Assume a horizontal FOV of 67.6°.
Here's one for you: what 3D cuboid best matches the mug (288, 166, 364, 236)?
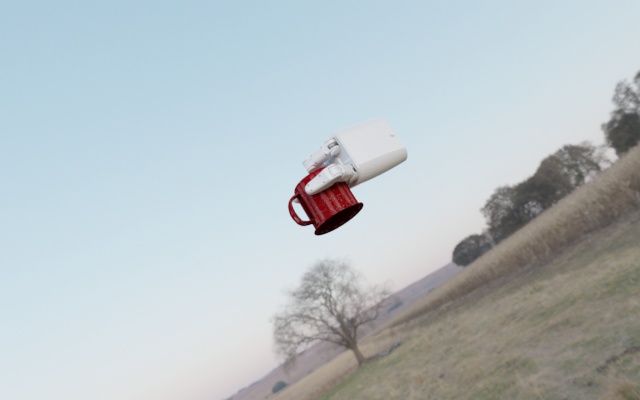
[{"bbox_3d":[-0.001,0.003,0.767,0.117,0.081,0.093,-23,-19,-28],"label":"mug"}]
